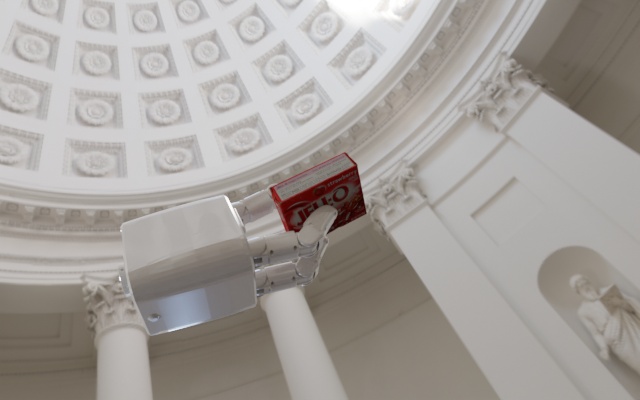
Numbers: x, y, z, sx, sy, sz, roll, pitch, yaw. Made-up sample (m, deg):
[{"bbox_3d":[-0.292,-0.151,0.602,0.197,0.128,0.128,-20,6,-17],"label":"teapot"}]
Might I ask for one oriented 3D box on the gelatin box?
[{"bbox_3d":[0.000,0.001,0.493,0.089,0.073,0.030,-27,46,-10],"label":"gelatin box"}]
